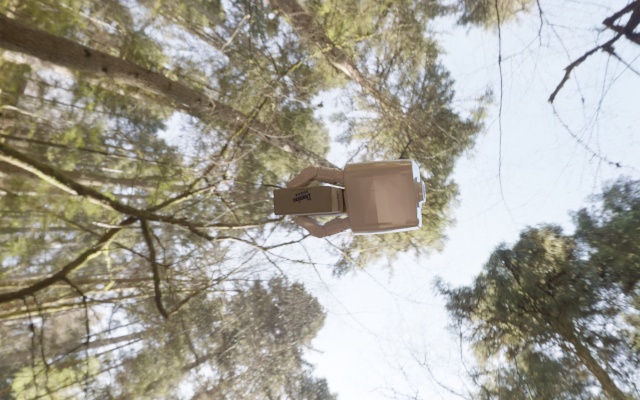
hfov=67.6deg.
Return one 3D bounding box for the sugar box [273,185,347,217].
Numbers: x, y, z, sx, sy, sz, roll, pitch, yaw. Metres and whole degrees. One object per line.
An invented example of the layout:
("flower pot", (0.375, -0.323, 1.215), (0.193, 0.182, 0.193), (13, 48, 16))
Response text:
("sugar box", (0.000, 0.002, 0.773), (0.093, 0.048, 0.176), (-4, -5, 18))
